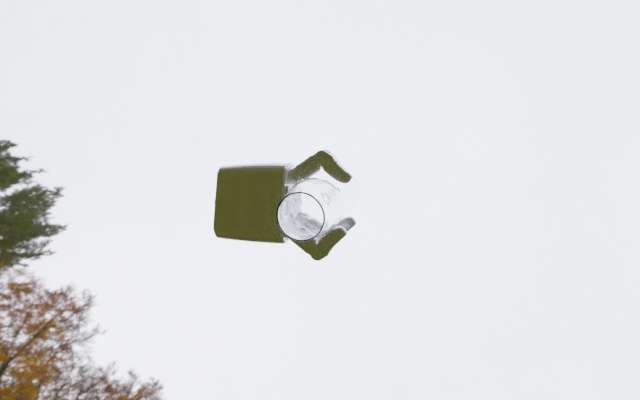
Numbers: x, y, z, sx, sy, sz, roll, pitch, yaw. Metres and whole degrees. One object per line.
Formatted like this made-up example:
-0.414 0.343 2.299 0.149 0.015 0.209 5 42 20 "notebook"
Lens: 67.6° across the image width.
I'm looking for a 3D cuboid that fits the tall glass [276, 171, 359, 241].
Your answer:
0.000 0.002 0.671 0.079 0.079 0.201 0 10 14 "tall glass"
